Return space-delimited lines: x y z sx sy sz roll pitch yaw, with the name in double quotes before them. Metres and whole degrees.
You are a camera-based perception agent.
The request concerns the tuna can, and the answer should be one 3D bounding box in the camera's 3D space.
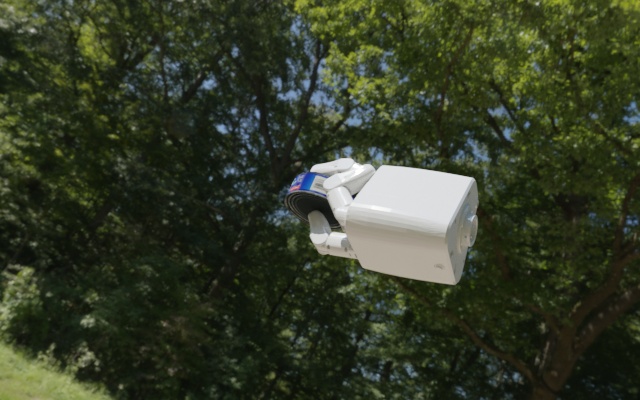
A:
"tuna can" 0.000 0.001 0.604 0.086 0.033 0.086 18 -29 10
